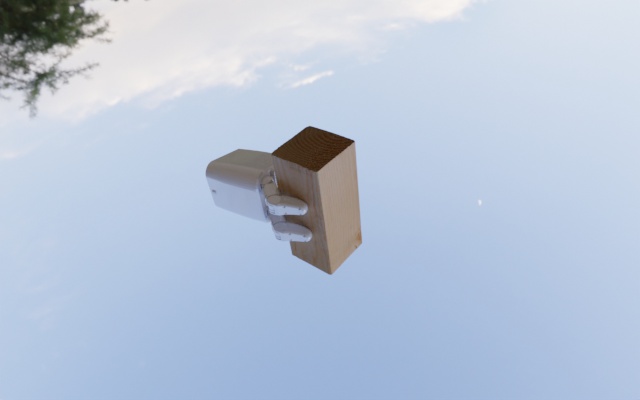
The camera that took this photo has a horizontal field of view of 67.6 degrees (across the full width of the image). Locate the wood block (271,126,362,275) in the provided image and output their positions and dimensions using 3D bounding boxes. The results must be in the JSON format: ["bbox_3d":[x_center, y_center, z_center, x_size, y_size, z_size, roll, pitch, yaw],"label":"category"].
[{"bbox_3d":[0.000,0.002,0.743,0.090,0.206,0.090,23,49,32],"label":"wood block"}]
